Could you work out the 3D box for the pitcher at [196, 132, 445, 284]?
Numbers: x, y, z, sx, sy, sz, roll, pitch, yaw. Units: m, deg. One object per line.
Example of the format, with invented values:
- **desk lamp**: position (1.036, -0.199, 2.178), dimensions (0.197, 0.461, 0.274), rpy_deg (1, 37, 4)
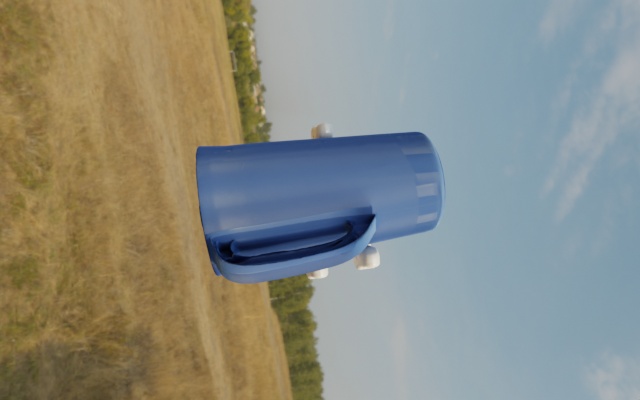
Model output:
- **pitcher**: position (0.000, 0.002, 0.492), dimensions (0.243, 0.149, 0.145), rpy_deg (-8, -12, -6)
